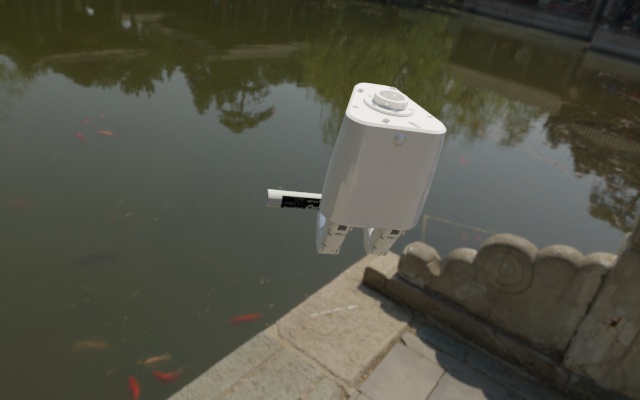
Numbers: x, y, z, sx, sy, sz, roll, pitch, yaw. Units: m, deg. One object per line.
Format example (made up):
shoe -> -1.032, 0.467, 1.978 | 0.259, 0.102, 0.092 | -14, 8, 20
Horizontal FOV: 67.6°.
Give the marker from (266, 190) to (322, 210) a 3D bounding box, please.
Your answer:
marker -> 0.000, 0.002, 0.536 | 0.121, 0.020, 0.020 | 5, -1, -13
